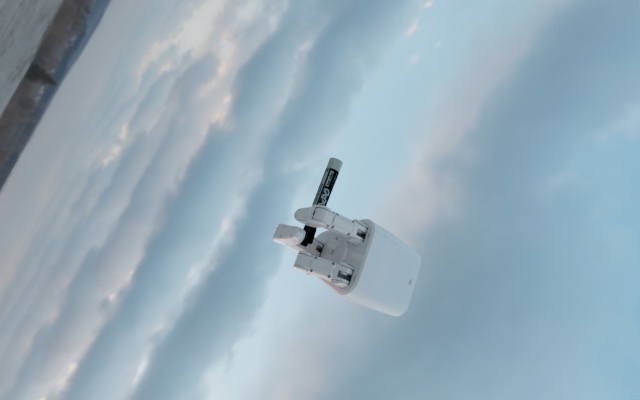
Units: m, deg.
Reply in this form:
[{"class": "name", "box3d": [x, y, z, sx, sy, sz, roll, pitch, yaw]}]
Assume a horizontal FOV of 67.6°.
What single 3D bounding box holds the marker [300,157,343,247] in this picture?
[{"class": "marker", "box3d": [0.000, 0.002, 0.614, 0.020, 0.121, 0.020, 20, -14, 5]}]
